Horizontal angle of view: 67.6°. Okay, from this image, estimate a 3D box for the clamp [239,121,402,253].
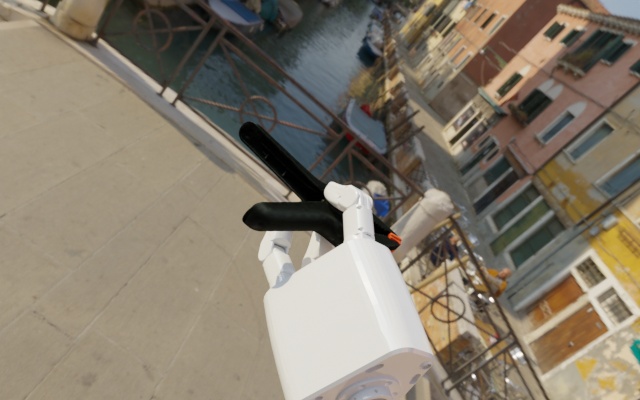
[{"bbox_3d":[0.001,0.001,0.496,0.210,0.036,0.164,26,28,-34],"label":"clamp"}]
